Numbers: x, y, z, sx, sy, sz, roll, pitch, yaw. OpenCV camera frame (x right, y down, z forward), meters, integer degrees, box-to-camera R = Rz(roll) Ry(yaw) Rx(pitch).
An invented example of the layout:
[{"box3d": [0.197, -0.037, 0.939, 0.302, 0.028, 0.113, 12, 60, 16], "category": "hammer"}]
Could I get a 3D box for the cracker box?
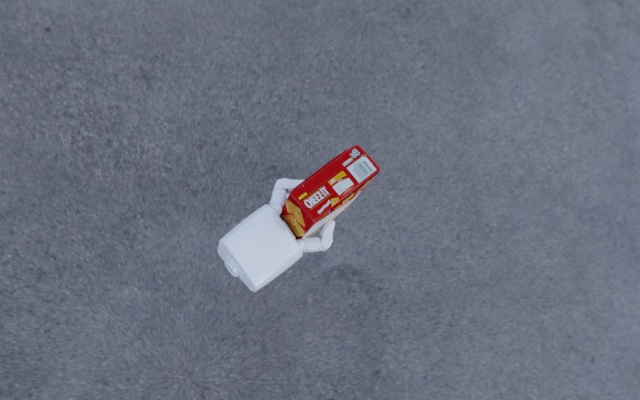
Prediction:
[{"box3d": [0.000, 0.003, 0.891, 0.164, 0.072, 0.214, -38, -7, -24], "category": "cracker box"}]
